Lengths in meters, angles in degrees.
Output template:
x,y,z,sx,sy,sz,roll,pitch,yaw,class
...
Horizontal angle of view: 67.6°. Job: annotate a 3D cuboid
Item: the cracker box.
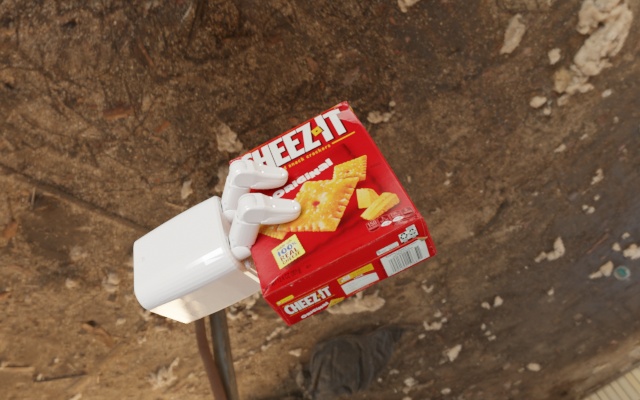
x,y,z,sx,sy,sz,roll,pitch,yaw,class
0.000,0.002,0.517,0.164,0.213,0.072,-27,-45,3,cracker box
